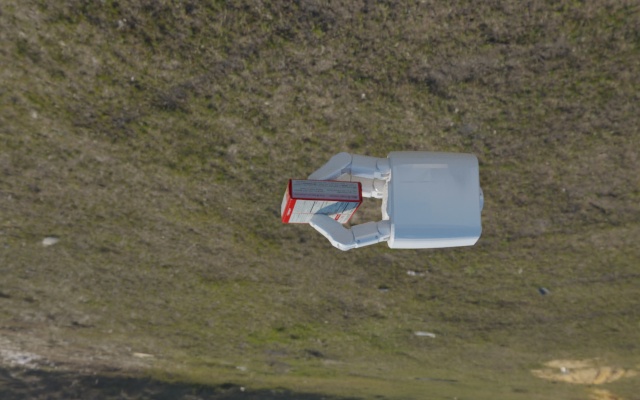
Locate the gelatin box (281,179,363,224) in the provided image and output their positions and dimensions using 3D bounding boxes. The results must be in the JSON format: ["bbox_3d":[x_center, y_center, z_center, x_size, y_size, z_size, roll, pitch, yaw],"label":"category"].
[{"bbox_3d":[0.000,0.002,0.588,0.089,0.030,0.073,1,-24,-12],"label":"gelatin box"}]
